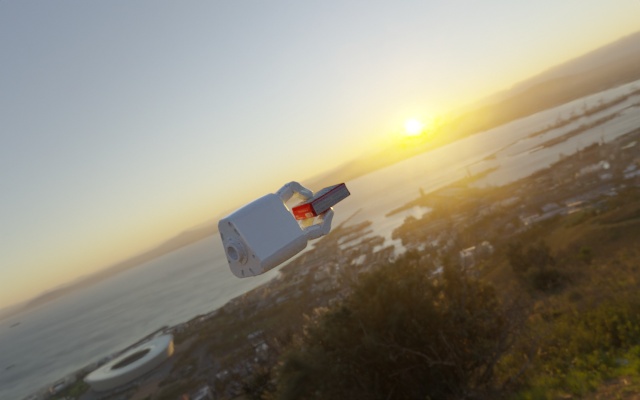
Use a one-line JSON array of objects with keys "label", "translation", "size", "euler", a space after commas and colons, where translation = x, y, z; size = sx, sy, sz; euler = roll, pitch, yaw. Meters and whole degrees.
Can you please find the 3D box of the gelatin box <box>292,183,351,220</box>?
[{"label": "gelatin box", "translation": [0.000, 0.002, 0.881], "size": [0.089, 0.030, 0.073], "euler": [-33, 9, -30]}]
